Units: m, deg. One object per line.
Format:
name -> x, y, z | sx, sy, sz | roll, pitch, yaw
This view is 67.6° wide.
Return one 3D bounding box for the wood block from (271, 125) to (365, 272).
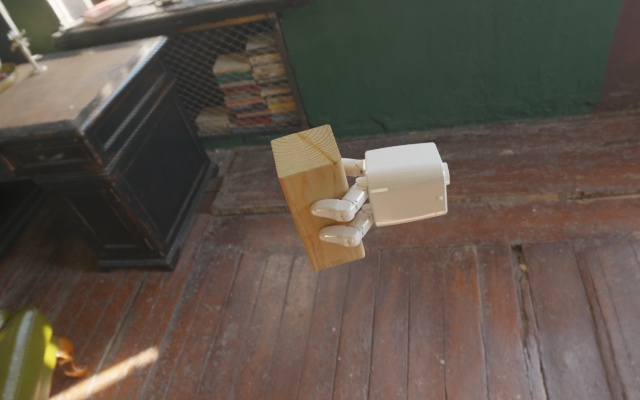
wood block -> 0.000, 0.002, 0.724 | 0.090, 0.206, 0.090 | -16, 43, 1
